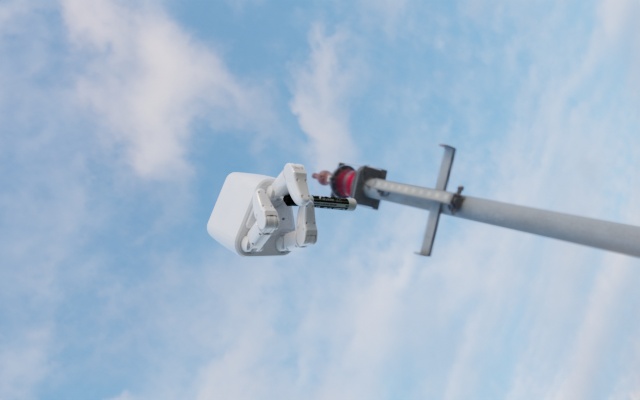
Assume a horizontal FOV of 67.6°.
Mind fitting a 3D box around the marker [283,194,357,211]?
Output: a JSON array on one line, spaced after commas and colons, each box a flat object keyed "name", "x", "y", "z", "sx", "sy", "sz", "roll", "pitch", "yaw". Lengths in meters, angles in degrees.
[{"name": "marker", "x": 0.000, "y": 0.002, "z": 0.668, "sx": 0.121, "sy": 0.020, "sz": 0.020, "roll": 5, "pitch": -3, "yaw": -38}]
